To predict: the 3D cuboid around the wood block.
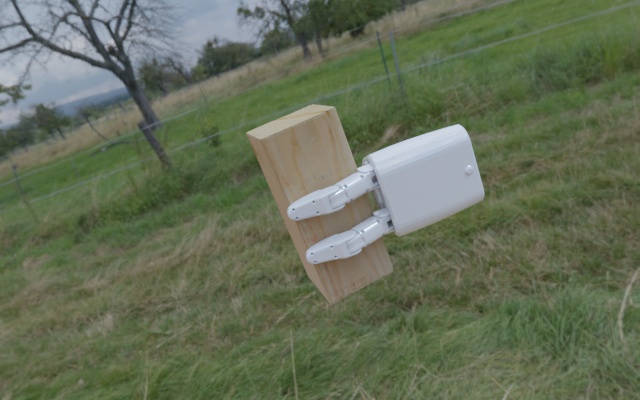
[{"bbox_3d":[0.000,0.001,0.563,0.090,0.206,0.091,-25,19,-11],"label":"wood block"}]
